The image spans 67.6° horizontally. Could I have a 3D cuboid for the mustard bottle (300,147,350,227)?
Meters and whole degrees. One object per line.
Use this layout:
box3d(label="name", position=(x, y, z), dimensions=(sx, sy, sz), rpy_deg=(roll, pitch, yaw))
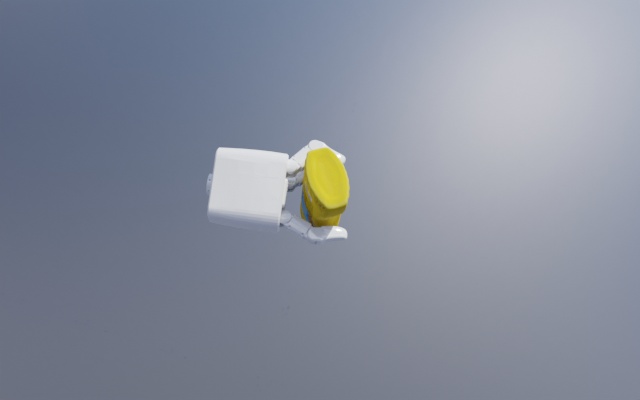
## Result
box3d(label="mustard bottle", position=(0.000, 0.002, 0.742), dimensions=(0.058, 0.096, 0.192), rpy_deg=(-15, -20, -12))
